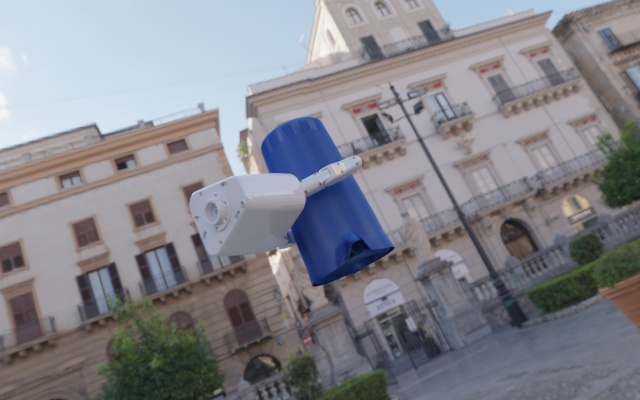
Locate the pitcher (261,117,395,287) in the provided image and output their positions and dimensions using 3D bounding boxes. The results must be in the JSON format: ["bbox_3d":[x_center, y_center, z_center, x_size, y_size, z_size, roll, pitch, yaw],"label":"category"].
[{"bbox_3d":[0.000,0.002,0.738,0.149,0.242,0.145,-36,-19,32],"label":"pitcher"}]
